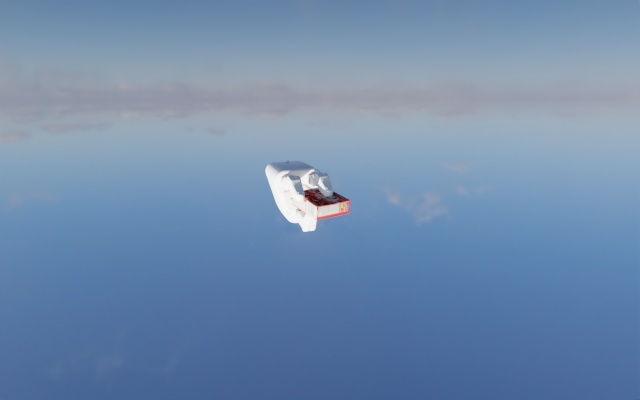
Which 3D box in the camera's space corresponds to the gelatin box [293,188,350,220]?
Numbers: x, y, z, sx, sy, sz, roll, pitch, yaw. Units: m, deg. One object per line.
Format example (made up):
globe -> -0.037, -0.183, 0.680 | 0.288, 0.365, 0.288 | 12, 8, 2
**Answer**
gelatin box -> 0.000, 0.003, 0.883 | 0.073, 0.030, 0.089 | -10, 24, -31
